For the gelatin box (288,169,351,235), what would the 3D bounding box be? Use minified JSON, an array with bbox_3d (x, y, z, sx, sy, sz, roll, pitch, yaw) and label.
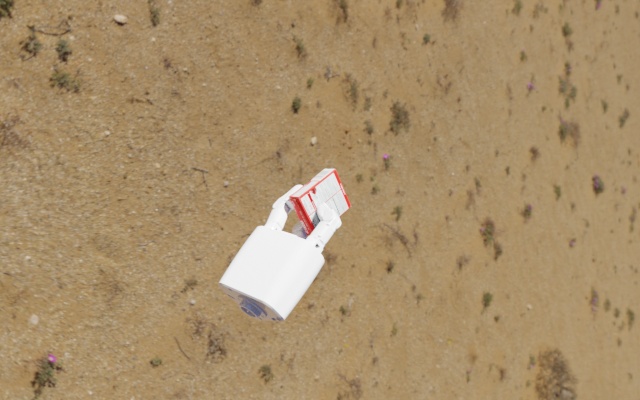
[{"bbox_3d":[0.001,0.002,0.757,0.089,0.073,0.030,-40,28,-30],"label":"gelatin box"}]
